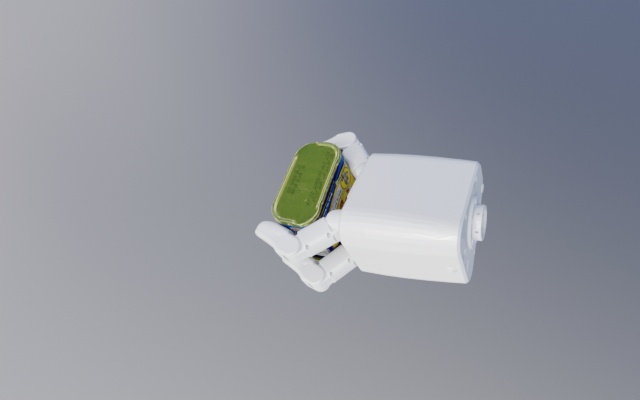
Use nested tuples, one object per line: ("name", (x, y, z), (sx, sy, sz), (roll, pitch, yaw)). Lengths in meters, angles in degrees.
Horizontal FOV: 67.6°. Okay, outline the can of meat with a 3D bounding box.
("can of meat", (0.000, 0.001, 0.499), (0.057, 0.102, 0.084), (7, -27, 27))
